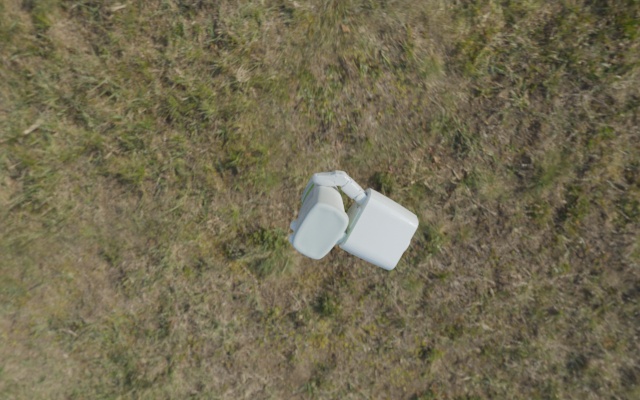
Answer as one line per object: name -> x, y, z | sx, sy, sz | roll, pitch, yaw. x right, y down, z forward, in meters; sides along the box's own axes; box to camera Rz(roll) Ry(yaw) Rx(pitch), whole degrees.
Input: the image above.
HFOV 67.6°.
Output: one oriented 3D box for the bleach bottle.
bleach bottle -> 0.000, 0.003, 0.866 | 0.068, 0.102, 0.250 | 30, 21, -11
